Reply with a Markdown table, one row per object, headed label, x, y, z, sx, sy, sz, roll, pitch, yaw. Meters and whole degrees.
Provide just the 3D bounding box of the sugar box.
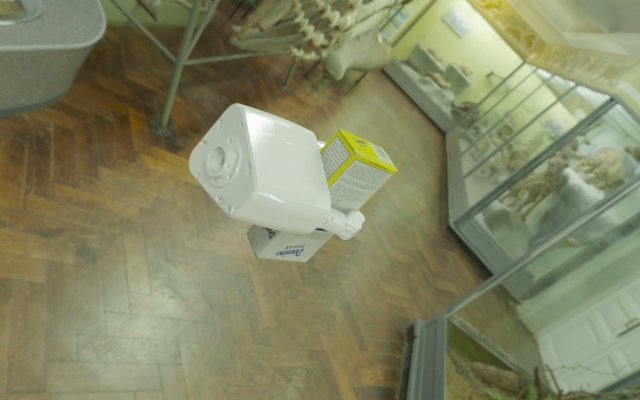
| label | x | y | z | sx | sy | sz | roll | pitch | yaw |
| --- | --- | --- | --- | --- | --- | --- | --- | --- | --- |
| sugar box | 0.000 | 0.001 | 0.567 | 0.176 | 0.048 | 0.093 | -44 | -33 | 24 |
